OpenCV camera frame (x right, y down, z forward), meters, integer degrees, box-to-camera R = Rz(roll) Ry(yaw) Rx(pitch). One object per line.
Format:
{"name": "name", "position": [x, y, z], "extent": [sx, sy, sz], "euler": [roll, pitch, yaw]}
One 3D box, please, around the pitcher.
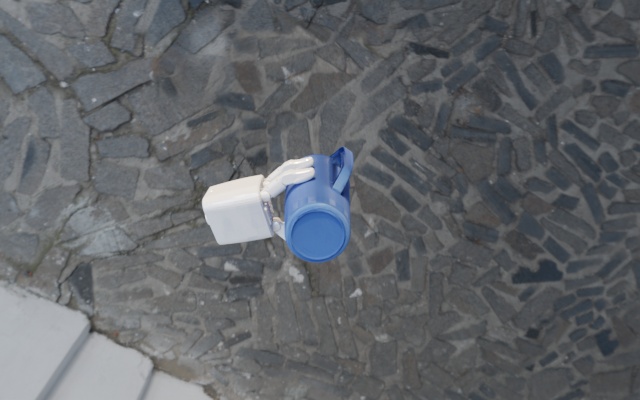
{"name": "pitcher", "position": [0.000, 0.003, 0.871], "extent": [0.145, 0.149, 0.242], "euler": [-9, 22, 3]}
